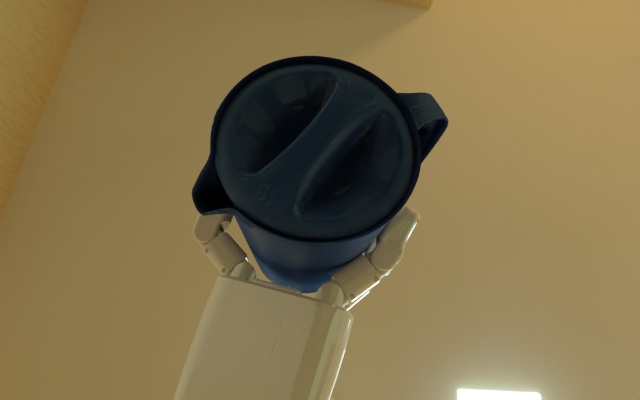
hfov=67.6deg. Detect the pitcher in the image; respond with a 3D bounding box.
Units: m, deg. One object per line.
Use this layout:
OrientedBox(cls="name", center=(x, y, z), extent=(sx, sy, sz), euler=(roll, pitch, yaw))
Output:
OrientedBox(cls="pitcher", center=(0.000, 0.001, 0.406), extent=(0.149, 0.145, 0.243), euler=(18, -21, 3))
